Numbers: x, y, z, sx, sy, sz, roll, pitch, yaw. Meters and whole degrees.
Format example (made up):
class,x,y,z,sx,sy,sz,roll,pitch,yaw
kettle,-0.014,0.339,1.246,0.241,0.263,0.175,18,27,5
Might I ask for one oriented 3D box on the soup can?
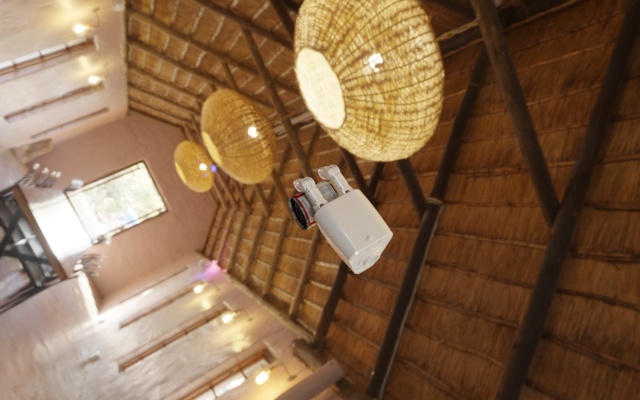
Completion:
class,x,y,z,sx,sy,sz,roll,pitch,yaw
soup can,0.000,0.002,0.889,0.102,0.068,0.068,-28,10,-20
